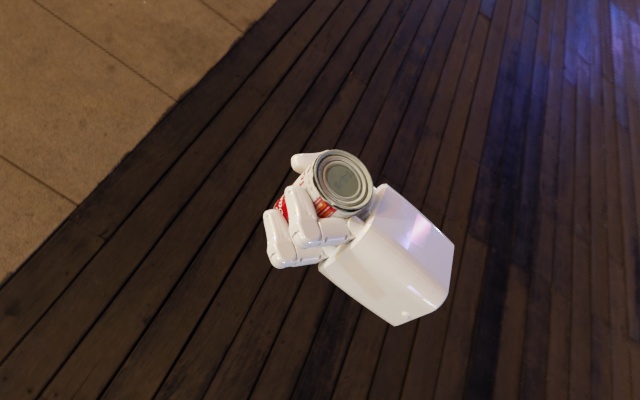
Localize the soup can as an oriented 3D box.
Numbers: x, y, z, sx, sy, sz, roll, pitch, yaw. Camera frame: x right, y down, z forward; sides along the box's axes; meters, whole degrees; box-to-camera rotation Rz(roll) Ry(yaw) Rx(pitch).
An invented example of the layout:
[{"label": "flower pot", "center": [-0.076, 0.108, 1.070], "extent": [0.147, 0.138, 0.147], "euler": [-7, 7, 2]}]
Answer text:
[{"label": "soup can", "center": [0.000, 0.001, 0.491], "extent": [0.068, 0.068, 0.102], "euler": [0, -26, -30]}]
